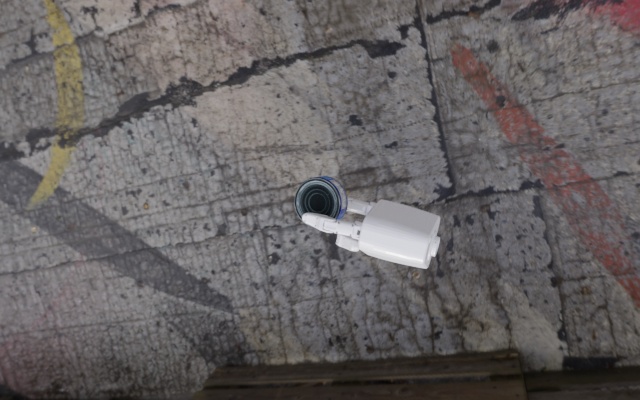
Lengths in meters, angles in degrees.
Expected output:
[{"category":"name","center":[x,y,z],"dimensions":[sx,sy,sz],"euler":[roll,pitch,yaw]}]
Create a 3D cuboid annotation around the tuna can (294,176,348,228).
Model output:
[{"category":"tuna can","center":[0.000,0.003,0.795],"dimensions":[0.086,0.086,0.034],"euler":[0,6,24]}]
